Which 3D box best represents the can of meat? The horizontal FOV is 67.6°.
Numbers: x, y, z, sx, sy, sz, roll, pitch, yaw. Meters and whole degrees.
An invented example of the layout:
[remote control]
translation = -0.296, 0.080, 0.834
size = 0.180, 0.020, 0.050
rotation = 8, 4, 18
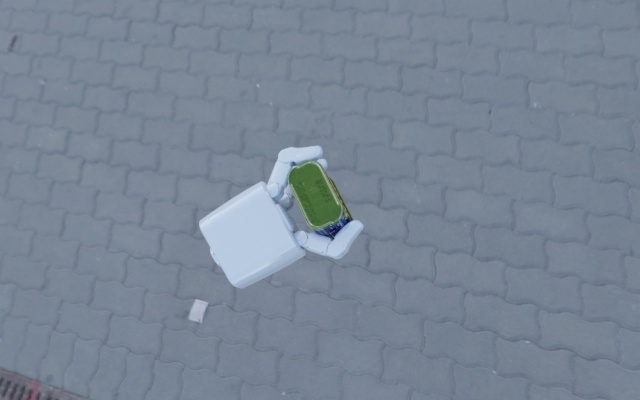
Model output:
[can of meat]
translation = 0.000, 0.002, 0.662
size = 0.057, 0.102, 0.084
rotation = -28, -19, 4
